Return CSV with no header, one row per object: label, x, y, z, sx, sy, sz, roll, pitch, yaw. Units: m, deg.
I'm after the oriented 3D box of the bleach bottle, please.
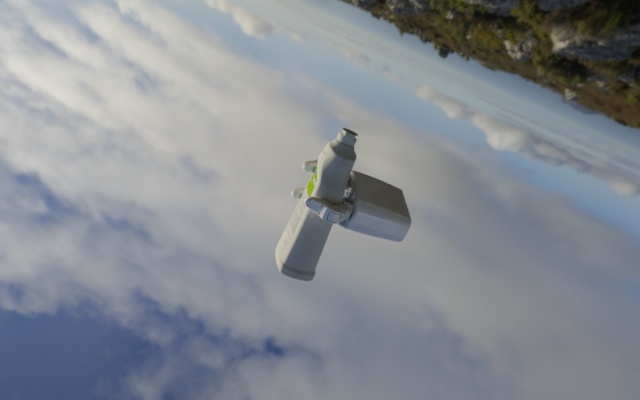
bleach bottle,0.000,0.003,0.789,0.068,0.251,0.102,18,20,-18
